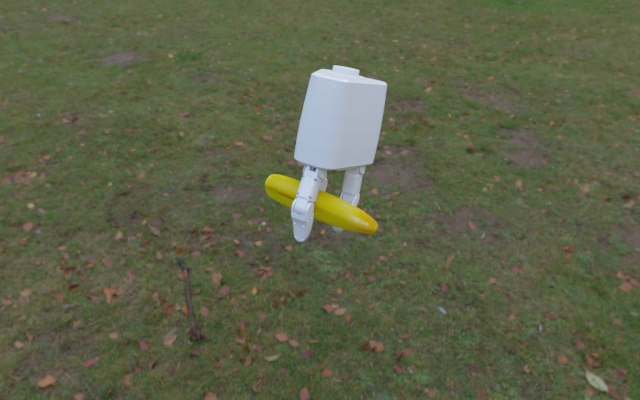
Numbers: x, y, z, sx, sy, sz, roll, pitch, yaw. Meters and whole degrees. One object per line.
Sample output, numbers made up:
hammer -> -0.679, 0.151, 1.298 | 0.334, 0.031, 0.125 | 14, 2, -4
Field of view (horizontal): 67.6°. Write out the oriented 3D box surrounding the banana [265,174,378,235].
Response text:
banana -> -0.015, -0.002, 0.626 | 0.197, 0.037, 0.069 | 23, 7, 42
